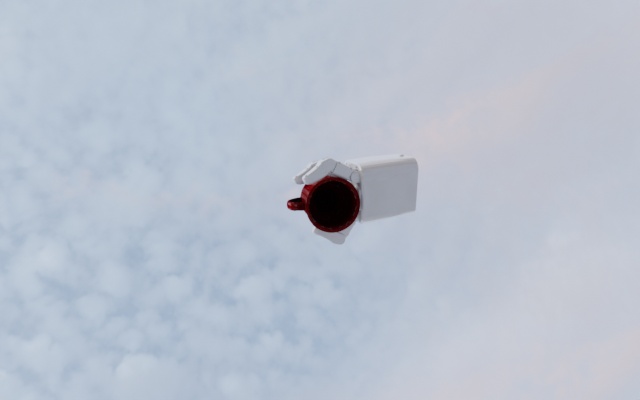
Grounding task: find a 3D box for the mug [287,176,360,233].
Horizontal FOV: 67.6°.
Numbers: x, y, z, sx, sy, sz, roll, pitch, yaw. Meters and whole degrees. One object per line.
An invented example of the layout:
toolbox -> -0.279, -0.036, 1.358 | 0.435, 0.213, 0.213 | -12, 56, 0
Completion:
mug -> -0.001, 0.003, 0.816 | 0.117, 0.093, 0.081 | -8, 12, -13
